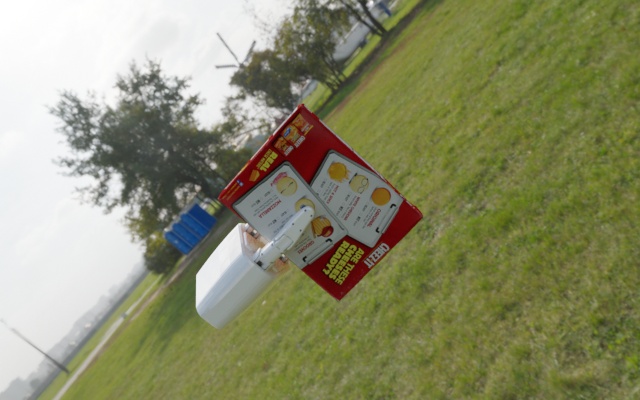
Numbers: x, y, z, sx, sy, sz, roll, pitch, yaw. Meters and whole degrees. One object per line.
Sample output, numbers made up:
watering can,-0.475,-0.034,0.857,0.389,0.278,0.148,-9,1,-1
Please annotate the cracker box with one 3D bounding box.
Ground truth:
cracker box,0.000,0.002,0.639,0.214,0.164,0.072,41,11,-10
